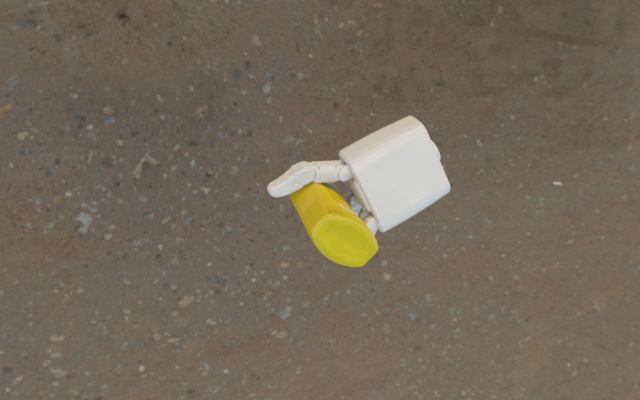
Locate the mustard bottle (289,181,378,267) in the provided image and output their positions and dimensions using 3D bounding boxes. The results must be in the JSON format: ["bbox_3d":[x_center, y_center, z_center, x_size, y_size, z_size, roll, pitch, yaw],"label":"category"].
[{"bbox_3d":[0.000,0.002,0.618,0.096,0.058,0.191,33,14,-33],"label":"mustard bottle"}]
